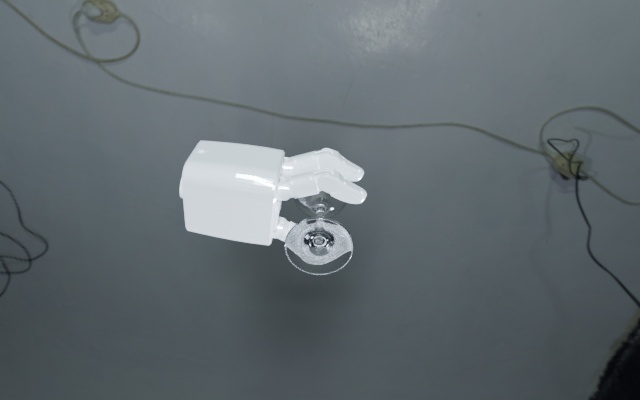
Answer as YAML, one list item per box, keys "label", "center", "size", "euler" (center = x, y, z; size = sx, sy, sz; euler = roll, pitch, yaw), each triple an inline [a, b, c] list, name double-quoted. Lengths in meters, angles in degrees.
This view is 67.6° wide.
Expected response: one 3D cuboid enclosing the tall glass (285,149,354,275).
- label: "tall glass"
  center: [0.000, 0.002, 0.597]
  size: [0.079, 0.079, 0.201]
  euler: [0, 29, 2]
